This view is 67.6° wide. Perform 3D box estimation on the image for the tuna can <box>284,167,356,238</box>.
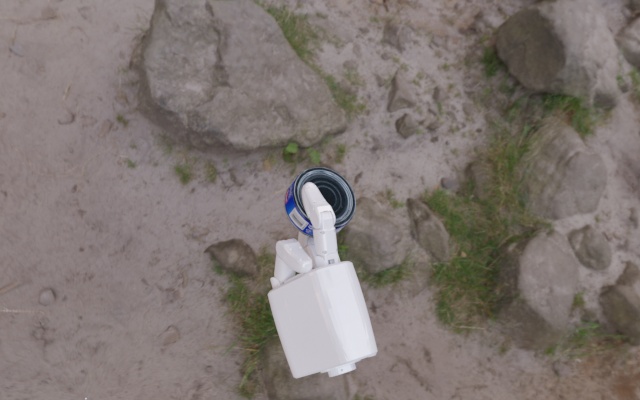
[{"bbox_3d":[0.000,0.002,0.593,0.086,0.086,0.034,0,-26,-25],"label":"tuna can"}]
